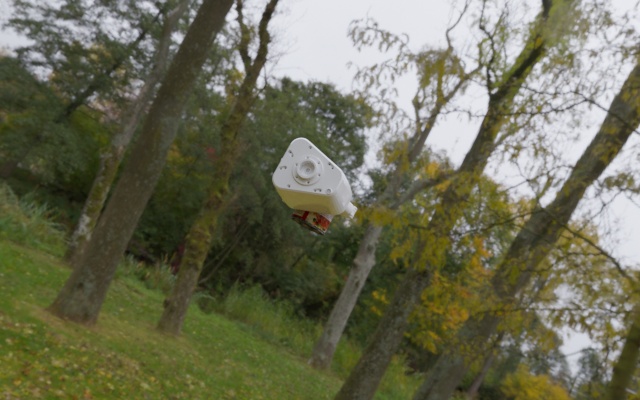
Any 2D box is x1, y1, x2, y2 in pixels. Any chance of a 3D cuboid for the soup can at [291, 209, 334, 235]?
[{"bbox_3d":[0.000,0.003,0.866,0.068,0.102,0.068,27,-10,5],"label":"soup can"}]
